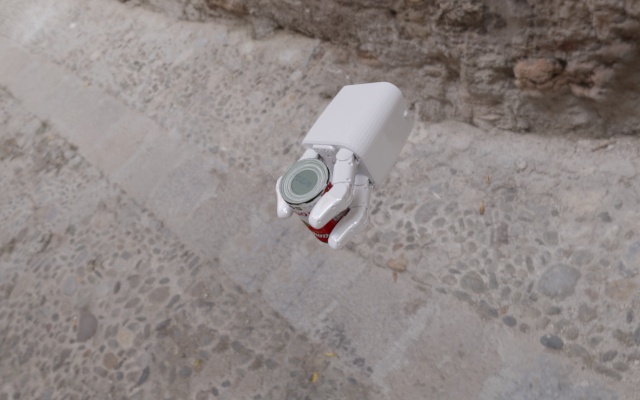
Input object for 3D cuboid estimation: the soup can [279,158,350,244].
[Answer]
[{"bbox_3d":[0.000,0.002,0.602,0.068,0.068,0.102,0,-31,28],"label":"soup can"}]
